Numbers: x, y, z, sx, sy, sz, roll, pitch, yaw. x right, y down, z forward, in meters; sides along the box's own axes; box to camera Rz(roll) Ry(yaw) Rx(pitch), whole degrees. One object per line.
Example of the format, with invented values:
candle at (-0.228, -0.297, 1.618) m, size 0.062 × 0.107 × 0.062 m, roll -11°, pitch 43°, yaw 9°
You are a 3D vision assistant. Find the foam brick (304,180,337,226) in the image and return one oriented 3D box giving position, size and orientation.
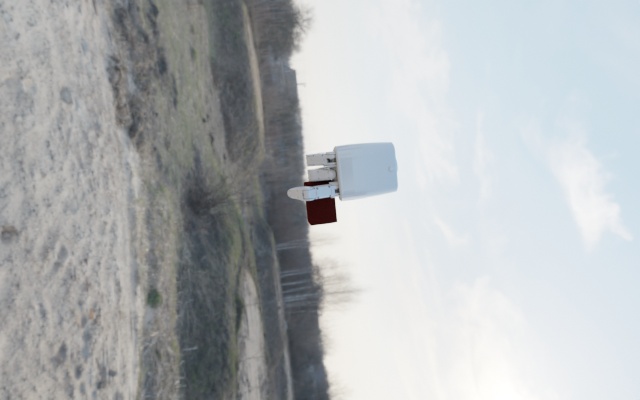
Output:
foam brick at (0.000, 0.003, 0.885) m, size 0.051 × 0.078 × 0.053 m, roll -7°, pitch 10°, yaw -7°
